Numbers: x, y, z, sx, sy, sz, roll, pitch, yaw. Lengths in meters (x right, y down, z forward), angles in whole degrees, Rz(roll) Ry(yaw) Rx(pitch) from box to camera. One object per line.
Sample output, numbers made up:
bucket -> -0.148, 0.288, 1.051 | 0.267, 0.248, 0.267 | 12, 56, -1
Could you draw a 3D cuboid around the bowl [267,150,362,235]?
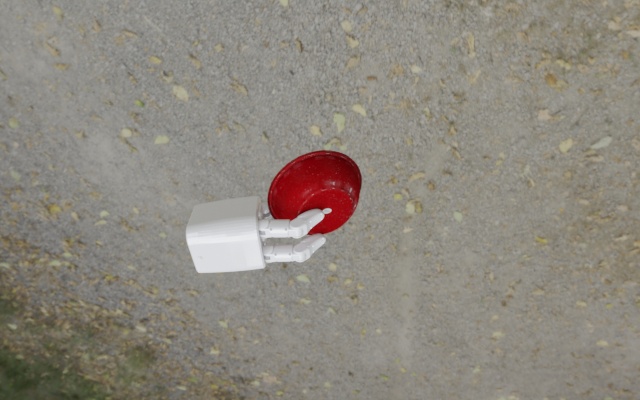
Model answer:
bowl -> 0.001, 0.002, 0.756 | 0.162, 0.162, 0.055 | 0, 37, -24
